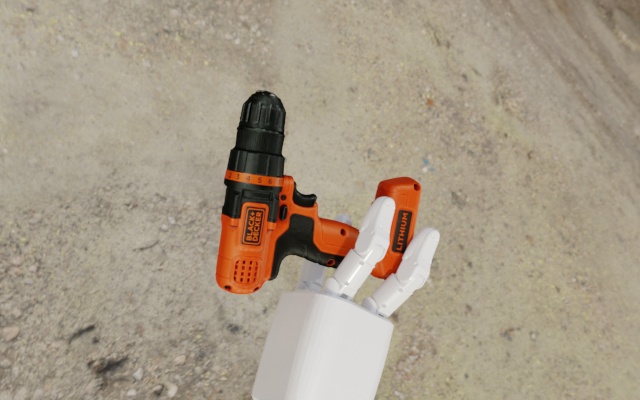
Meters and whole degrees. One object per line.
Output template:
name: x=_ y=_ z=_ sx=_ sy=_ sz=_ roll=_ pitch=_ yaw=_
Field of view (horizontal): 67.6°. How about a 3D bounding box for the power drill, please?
power drill: x=0.000 y=0.002 z=0.457 sx=0.187 sy=0.184 sz=0.057 roll=8 pitch=7 yaw=-19
